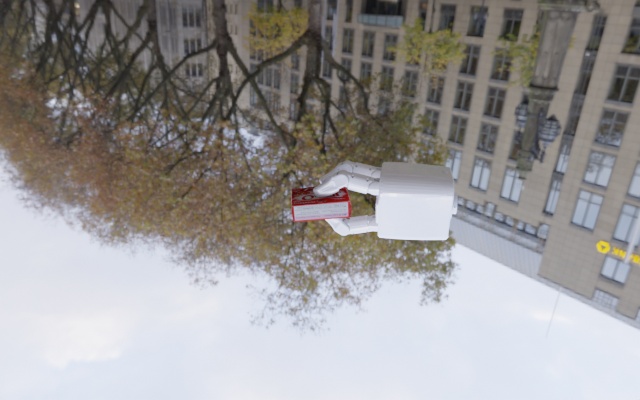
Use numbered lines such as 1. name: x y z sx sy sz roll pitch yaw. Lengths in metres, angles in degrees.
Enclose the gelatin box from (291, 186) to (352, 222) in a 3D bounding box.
1. gelatin box: 0.000 0.003 0.735 0.089 0.030 0.073 -5 22 -1
